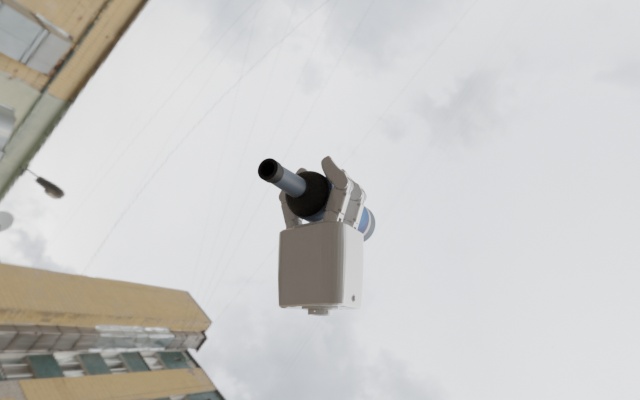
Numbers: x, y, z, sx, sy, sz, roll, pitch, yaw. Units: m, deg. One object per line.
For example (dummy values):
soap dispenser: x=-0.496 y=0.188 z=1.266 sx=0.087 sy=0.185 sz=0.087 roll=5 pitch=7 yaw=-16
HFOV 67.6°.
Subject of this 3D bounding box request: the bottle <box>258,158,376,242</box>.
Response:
bottle: x=0.000 y=0.002 z=0.682 sx=0.069 sy=0.069 sz=0.296 roll=0 pitch=-15 yaw=26
